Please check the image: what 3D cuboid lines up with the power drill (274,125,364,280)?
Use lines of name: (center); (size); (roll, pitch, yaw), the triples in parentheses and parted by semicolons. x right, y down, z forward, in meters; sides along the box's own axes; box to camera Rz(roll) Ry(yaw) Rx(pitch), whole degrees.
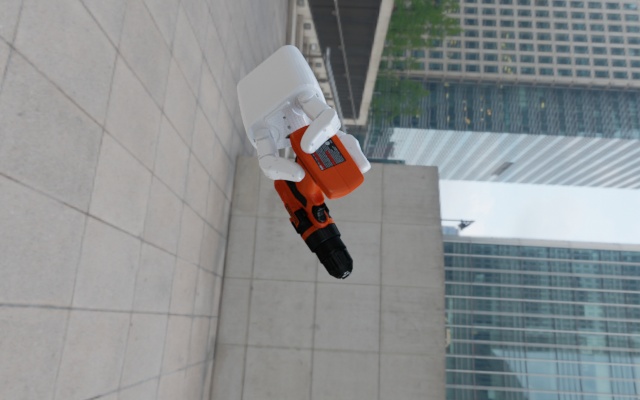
power drill: (0.000, 0.002, 0.636); (0.057, 0.184, 0.188); (-26, -20, -23)
